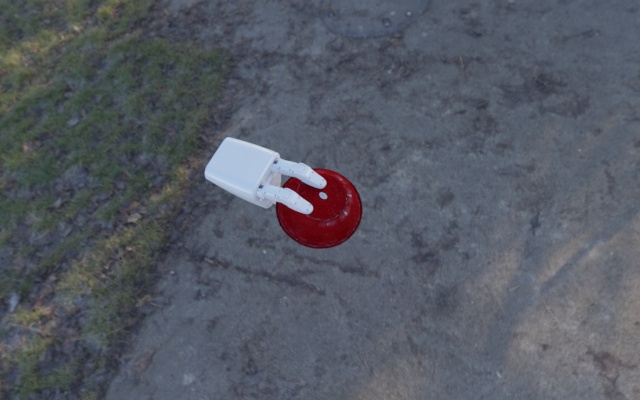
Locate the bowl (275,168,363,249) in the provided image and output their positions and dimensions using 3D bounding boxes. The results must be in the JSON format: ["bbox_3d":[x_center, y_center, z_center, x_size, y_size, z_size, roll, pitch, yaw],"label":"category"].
[{"bbox_3d":[0.001,0.003,0.859,0.162,0.162,0.055,0,-23,-6],"label":"bowl"}]
